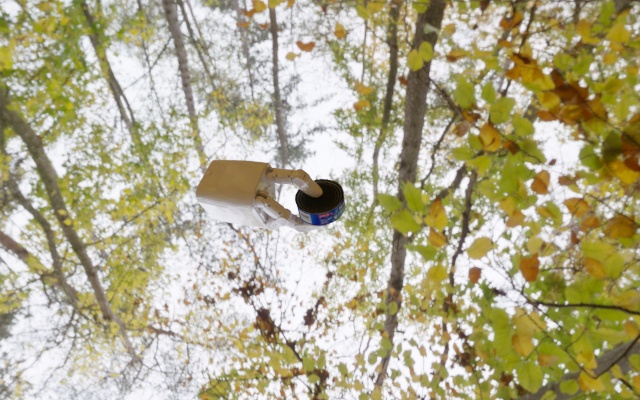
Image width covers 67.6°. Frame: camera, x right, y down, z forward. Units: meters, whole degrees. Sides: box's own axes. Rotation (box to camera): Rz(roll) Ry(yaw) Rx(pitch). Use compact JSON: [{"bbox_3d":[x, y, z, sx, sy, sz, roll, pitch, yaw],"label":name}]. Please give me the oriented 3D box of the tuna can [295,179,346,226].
[{"bbox_3d":[0.000,0.003,0.826,0.086,0.034,0.086,-6,44,6],"label":"tuna can"}]
